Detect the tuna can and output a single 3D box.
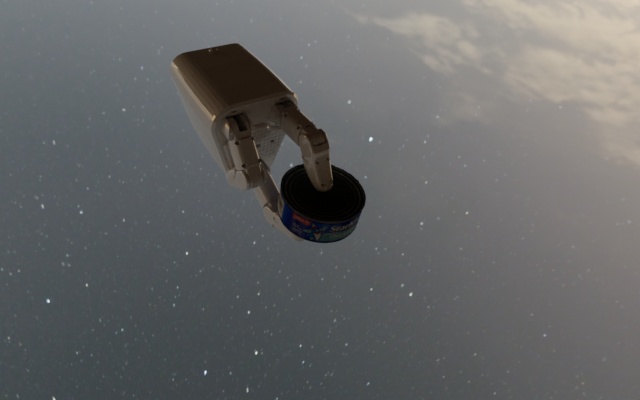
[{"bbox_3d":[0.000,0.002,0.480,0.086,0.034,0.086,8,43,-7],"label":"tuna can"}]
